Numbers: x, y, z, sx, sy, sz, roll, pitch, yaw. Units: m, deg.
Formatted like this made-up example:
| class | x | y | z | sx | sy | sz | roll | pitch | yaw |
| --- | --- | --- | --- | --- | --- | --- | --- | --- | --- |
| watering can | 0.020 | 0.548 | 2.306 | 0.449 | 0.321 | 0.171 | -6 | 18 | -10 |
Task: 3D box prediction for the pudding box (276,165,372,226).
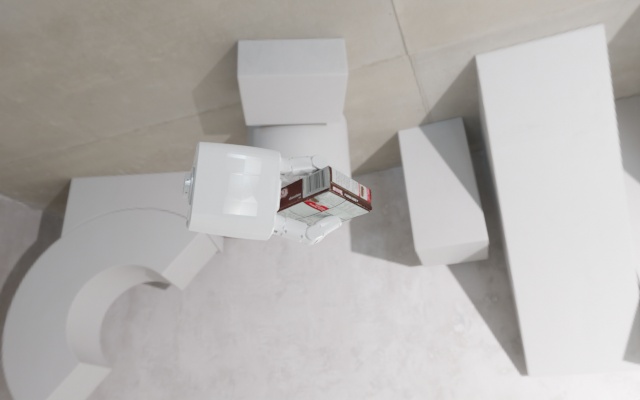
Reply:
| class | x | y | z | sx | sy | sz | roll | pitch | yaw |
| --- | --- | --- | --- | --- | --- | --- | --- | --- | --- |
| pudding box | 0.000 | 0.002 | 0.656 | 0.113 | 0.039 | 0.090 | -21 | -33 | 38 |
